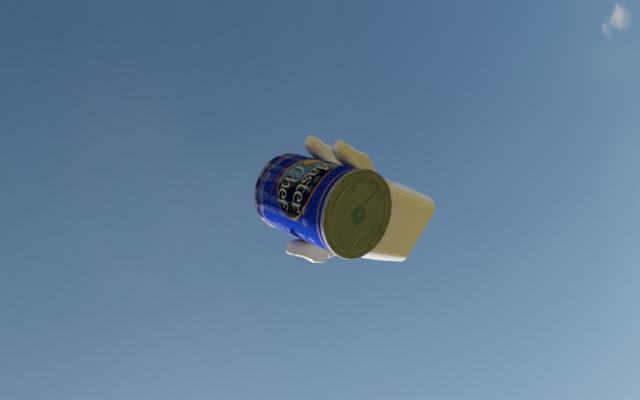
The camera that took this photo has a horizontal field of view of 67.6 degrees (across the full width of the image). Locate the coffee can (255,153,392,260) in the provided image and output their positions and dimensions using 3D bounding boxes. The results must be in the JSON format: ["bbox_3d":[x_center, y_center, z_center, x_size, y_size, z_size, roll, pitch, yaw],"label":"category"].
[{"bbox_3d":[0.000,0.002,0.578,0.103,0.103,0.140,0,12,-40],"label":"coffee can"}]
